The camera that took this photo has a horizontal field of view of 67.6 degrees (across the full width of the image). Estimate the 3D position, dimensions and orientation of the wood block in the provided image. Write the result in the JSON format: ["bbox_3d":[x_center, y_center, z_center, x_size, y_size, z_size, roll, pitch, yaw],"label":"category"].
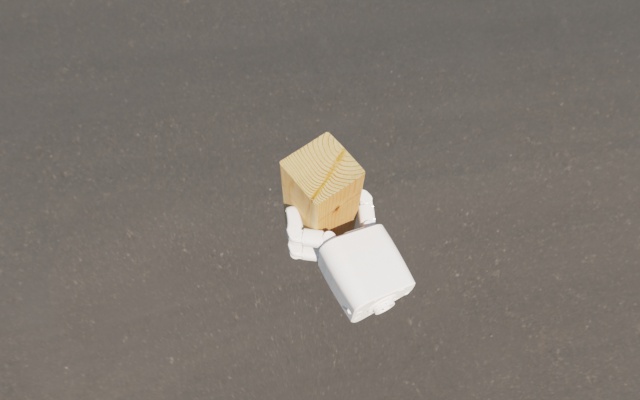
[{"bbox_3d":[0.001,0.003,0.751,0.091,0.090,0.206,-34,-22,-18],"label":"wood block"}]
